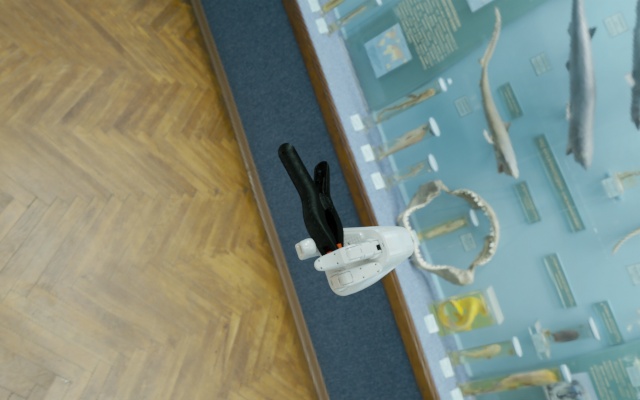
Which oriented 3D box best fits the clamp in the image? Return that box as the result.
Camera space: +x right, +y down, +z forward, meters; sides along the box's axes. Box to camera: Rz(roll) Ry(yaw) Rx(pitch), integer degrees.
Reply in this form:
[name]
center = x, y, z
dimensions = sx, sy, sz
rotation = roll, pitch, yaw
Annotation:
[clamp]
center = 0.001, 0.002, 0.684
dimensions = 0.039, 0.171, 0.120
rotation = -24, -12, 30
